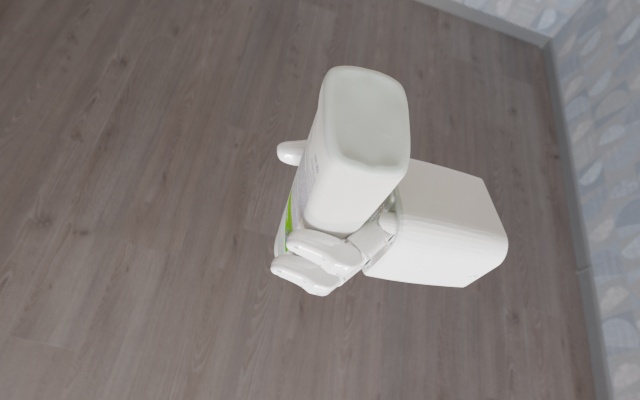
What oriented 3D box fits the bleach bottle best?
[{"bbox_3d":[0.000,0.002,0.441,0.068,0.102,0.251,10,-31,-13],"label":"bleach bottle"}]
